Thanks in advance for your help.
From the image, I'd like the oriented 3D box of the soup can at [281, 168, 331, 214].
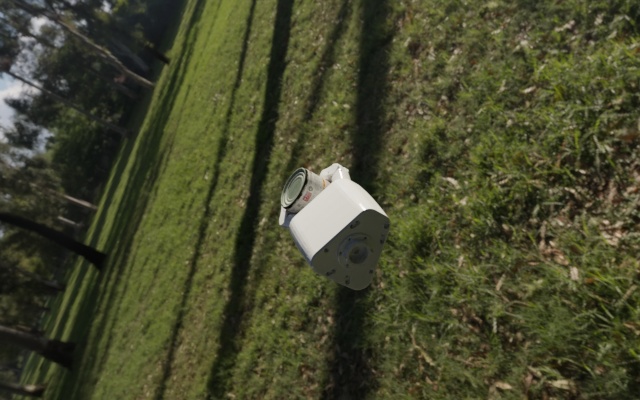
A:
[{"bbox_3d":[0.000,0.002,0.718,0.102,0.068,0.068,27,-13,-25],"label":"soup can"}]
